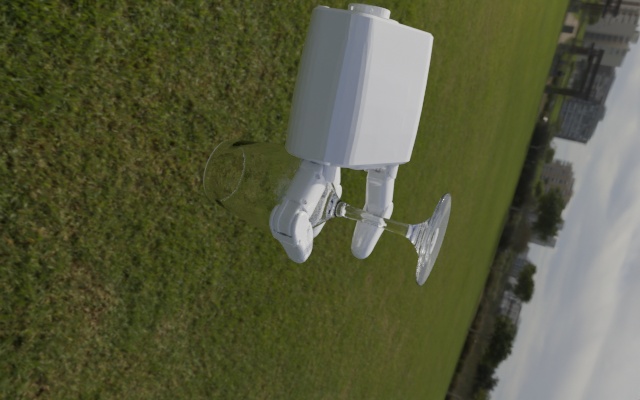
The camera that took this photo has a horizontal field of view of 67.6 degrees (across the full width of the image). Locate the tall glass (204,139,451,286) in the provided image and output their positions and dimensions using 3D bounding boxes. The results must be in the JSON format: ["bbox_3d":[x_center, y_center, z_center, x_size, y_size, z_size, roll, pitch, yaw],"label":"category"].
[{"bbox_3d":[0.001,0.002,0.401,0.201,0.079,0.079,18,7,23],"label":"tall glass"}]
